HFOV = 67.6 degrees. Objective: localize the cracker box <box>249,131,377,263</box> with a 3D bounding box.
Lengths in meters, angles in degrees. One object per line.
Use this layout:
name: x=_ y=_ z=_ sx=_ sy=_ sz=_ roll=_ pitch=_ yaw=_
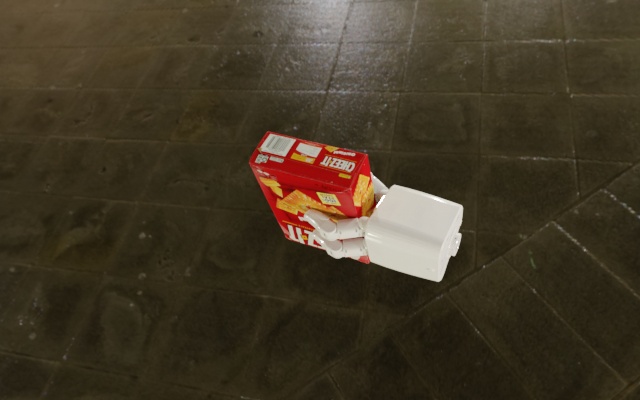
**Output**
cracker box: x=0.000 y=0.002 z=0.739 sx=0.164 sy=0.072 sz=0.214 roll=16 pitch=-30 yaw=23
